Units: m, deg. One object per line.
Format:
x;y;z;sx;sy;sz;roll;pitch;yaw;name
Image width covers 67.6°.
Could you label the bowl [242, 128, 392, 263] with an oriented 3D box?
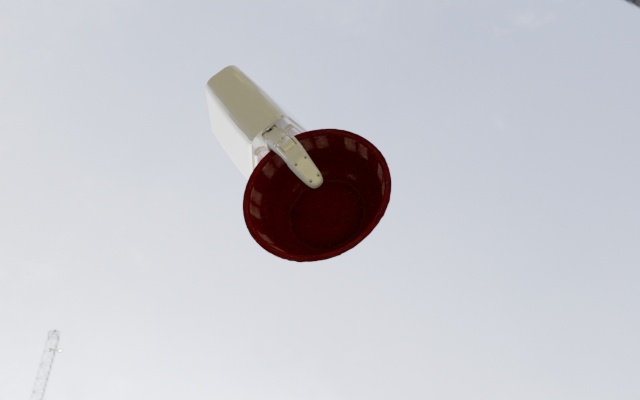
0.001;0.003;0.519;0.162;0.162;0.055;0;-30;17;bowl
